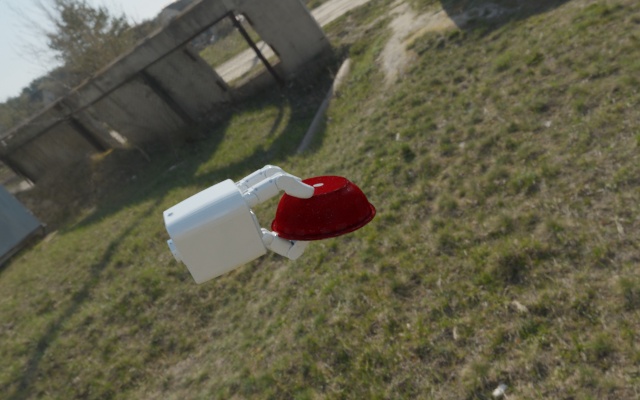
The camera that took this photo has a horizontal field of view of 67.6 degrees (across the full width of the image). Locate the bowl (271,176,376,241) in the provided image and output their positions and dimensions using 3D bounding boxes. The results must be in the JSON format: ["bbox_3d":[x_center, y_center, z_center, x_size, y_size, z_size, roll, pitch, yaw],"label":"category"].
[{"bbox_3d":[0.001,0.002,0.716,0.162,0.055,0.162,-9,19,3],"label":"bowl"}]
